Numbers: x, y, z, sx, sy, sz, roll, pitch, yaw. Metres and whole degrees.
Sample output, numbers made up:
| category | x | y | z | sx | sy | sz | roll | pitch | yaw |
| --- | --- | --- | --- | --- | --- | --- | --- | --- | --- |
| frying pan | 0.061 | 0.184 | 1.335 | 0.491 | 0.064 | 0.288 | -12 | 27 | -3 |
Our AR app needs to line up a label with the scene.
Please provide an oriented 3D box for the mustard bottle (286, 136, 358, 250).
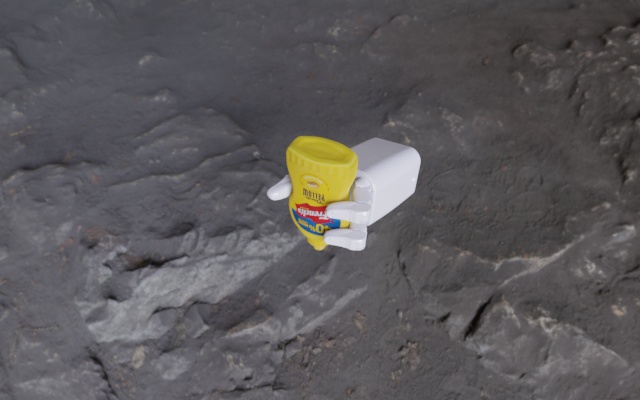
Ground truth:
| category | x | y | z | sx | sy | sz | roll | pitch | yaw |
| --- | --- | --- | --- | --- | --- | --- | --- | --- | --- |
| mustard bottle | 0.000 | 0.002 | 0.694 | 0.096 | 0.192 | 0.058 | 18 | 46 | 16 |
